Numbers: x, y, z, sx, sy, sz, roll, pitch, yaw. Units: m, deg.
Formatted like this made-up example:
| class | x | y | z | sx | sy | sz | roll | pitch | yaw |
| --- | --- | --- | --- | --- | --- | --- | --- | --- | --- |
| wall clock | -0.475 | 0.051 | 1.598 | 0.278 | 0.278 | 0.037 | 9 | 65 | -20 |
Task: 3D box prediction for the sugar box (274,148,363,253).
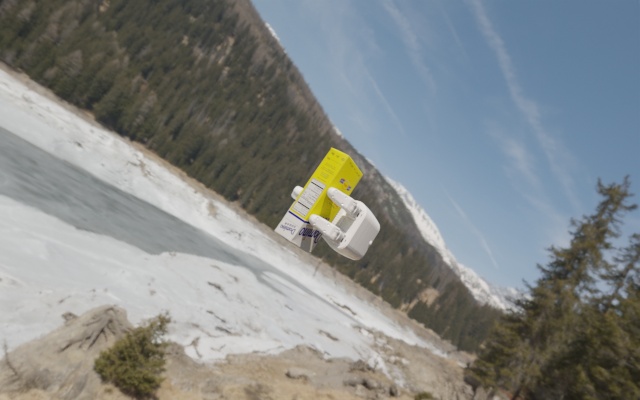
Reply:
| class | x | y | z | sx | sy | sz | roll | pitch | yaw |
| --- | --- | --- | --- | --- | --- | --- | --- | --- | --- |
| sugar box | 0.001 | 0.003 | 0.837 | 0.048 | 0.176 | 0.093 | 29 | -6 | 27 |
